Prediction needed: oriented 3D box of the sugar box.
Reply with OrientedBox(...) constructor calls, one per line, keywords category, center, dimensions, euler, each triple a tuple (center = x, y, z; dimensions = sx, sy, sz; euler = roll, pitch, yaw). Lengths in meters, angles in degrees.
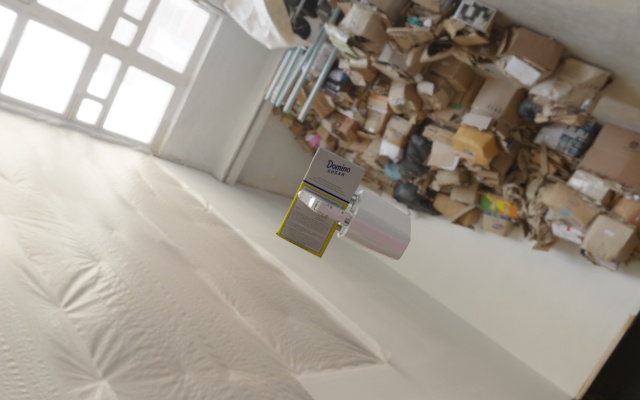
OrientedBox(category="sugar box", center=(0.000, 0.003, 0.850), dimensions=(0.093, 0.176, 0.048), euler=(27, 9, -2))
